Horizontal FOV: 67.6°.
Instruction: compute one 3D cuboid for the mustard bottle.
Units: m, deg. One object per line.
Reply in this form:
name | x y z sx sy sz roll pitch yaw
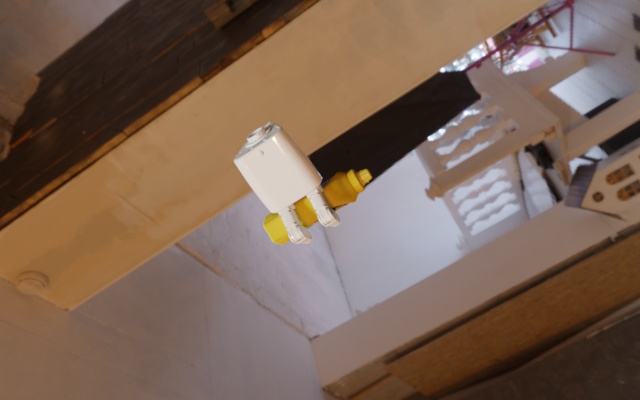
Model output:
mustard bottle | 0.000 0.003 0.801 0.191 0.058 0.096 -32 -2 12
